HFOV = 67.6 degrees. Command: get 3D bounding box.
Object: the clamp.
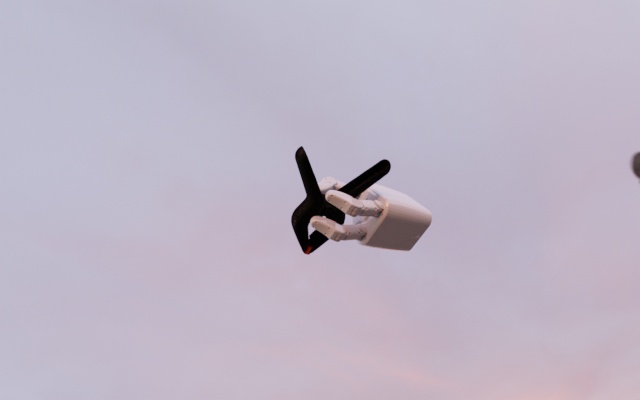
[{"bbox_3d":[0.000,0.002,0.777,0.164,0.210,0.036,13,33,-30],"label":"clamp"}]
